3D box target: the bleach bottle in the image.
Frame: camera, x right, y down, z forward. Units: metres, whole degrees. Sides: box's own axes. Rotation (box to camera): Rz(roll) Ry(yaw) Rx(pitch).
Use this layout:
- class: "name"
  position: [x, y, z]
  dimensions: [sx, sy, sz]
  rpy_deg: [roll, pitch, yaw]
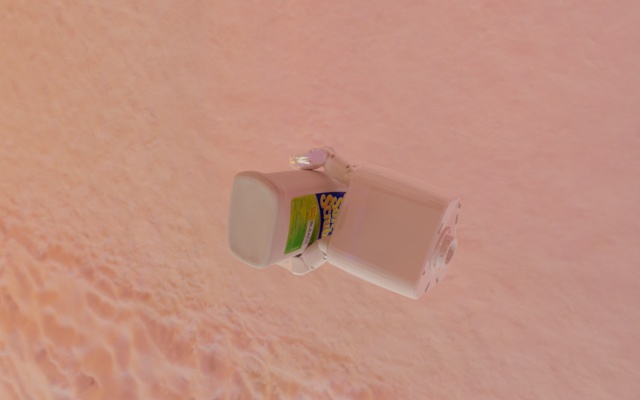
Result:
- class: "bleach bottle"
  position: [0.000, 0.002, 0.581]
  dimensions: [0.068, 0.102, 0.251]
  rpy_deg: [22, 22, 31]
